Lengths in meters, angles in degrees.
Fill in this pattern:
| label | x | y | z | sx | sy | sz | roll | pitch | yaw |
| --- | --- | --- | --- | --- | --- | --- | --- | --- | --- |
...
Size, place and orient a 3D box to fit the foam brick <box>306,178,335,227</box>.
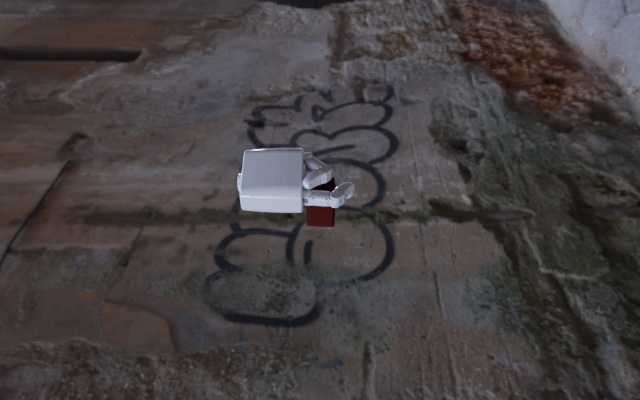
| label | x | y | z | sx | sy | sz | roll | pitch | yaw |
| --- | --- | --- | --- | --- | --- | --- | --- | --- | --- |
| foam brick | 0.000 | 0.003 | 0.866 | 0.051 | 0.078 | 0.053 | 0 | 41 | 0 |
